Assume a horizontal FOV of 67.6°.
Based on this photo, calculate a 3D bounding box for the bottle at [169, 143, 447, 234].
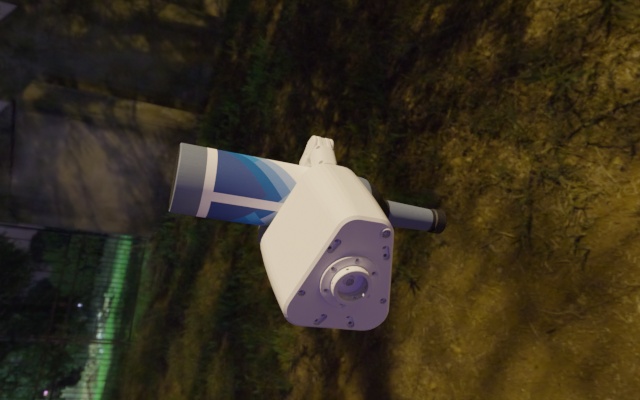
[{"bbox_3d":[0.000,0.002,0.497,0.296,0.069,0.069,10,-3,-20],"label":"bottle"}]
